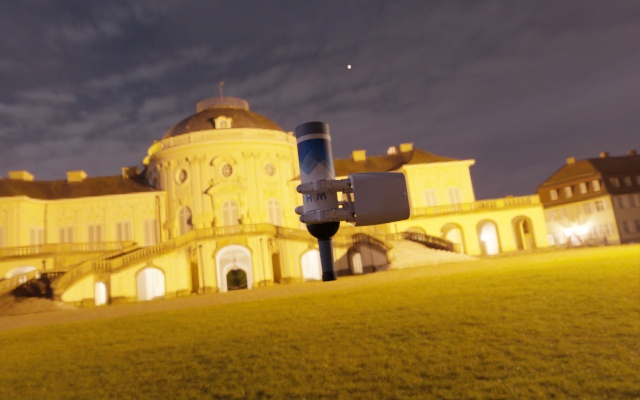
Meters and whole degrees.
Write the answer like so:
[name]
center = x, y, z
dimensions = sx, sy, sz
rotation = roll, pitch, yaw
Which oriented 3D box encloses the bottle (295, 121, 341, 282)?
[bottle]
center = 0.000, 0.003, 0.894
dimensions = 0.069, 0.295, 0.069
rotation = -6, -11, -1
